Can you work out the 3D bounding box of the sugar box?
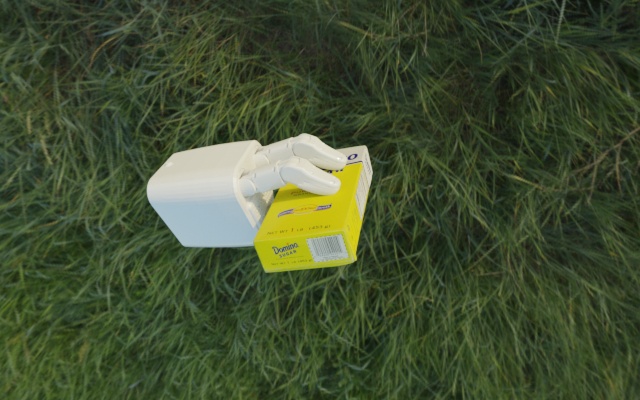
[{"bbox_3d":[0.000,0.001,0.511,0.093,0.048,0.176,-8,32,16],"label":"sugar box"}]
